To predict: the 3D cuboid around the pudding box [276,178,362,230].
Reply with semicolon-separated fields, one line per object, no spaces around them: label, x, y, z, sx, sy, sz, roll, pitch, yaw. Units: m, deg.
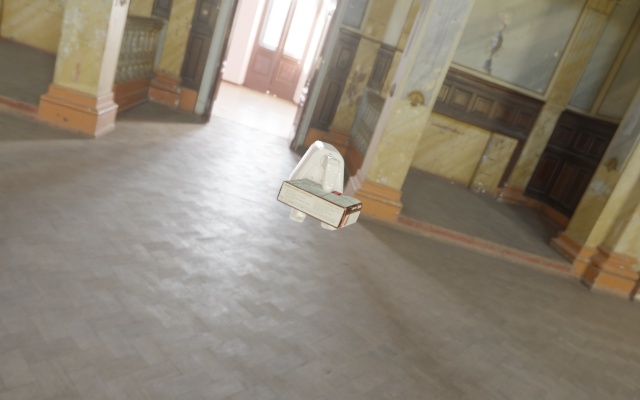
pudding box;0.000;0.002;0.753;0.113;0.039;0.090;23;14;18
